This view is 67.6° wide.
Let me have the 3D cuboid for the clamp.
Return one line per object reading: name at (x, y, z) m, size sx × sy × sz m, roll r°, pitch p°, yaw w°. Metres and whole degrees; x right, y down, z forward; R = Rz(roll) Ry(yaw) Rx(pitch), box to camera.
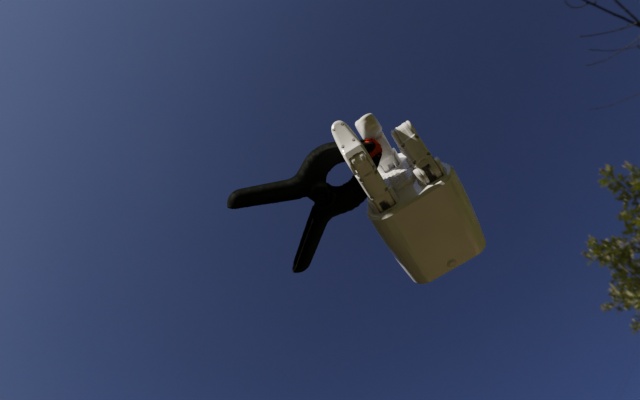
clamp at (0.000, 0.001, 0.518) m, size 0.171 × 0.120 × 0.039 m, roll -30°, pitch 28°, yaw 7°
